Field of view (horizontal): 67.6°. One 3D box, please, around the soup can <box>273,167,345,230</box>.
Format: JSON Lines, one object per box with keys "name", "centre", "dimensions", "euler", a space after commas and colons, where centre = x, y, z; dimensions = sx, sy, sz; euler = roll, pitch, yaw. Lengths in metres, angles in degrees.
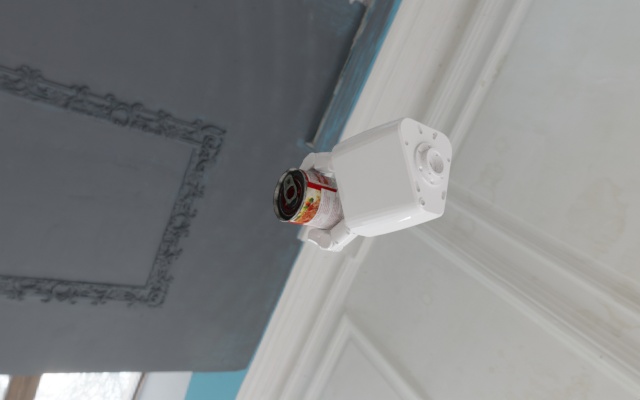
{"name": "soup can", "centre": [0.000, 0.002, 0.612], "dimensions": [0.102, 0.068, 0.068], "euler": [14, -9, -37]}
